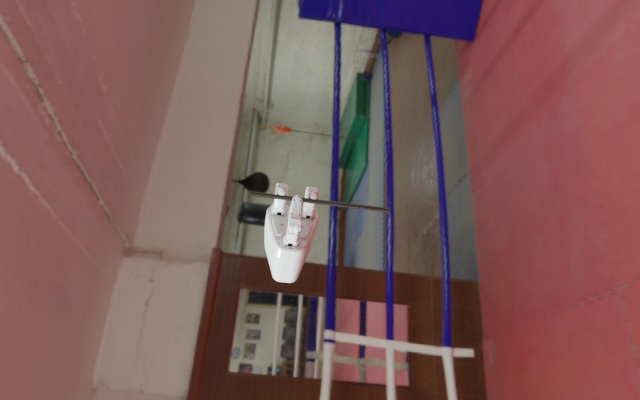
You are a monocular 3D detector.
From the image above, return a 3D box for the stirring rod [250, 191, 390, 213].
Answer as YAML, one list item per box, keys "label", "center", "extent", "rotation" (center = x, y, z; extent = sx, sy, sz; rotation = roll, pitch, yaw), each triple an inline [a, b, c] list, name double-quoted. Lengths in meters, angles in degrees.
- label: "stirring rod"
  center: [0.000, 0.003, 0.815]
  extent: [0.239, 0.011, 0.011]
  rotation: [7, -1, -6]
